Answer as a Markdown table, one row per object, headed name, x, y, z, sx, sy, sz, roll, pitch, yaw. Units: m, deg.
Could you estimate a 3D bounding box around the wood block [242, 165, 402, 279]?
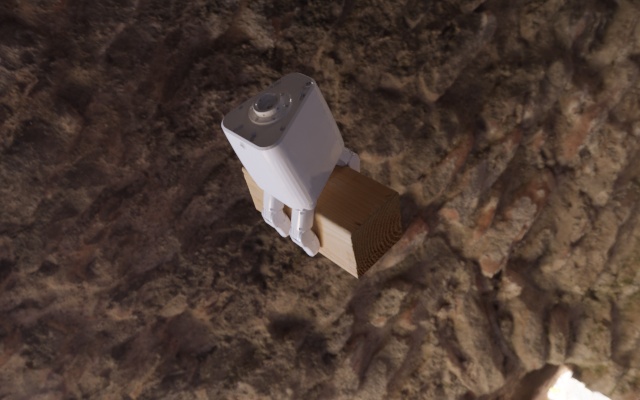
| name | x | y | z | sx | sy | sz | roll | pitch | yaw |
| --- | --- | --- | --- | --- | --- | --- | --- | --- | --- |
| wood block | 0.000 | 0.002 | 0.648 | 0.090 | 0.090 | 0.206 | -40 | 50 | -25 |
